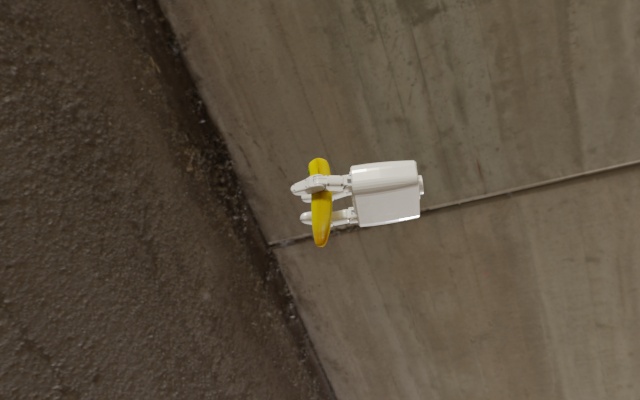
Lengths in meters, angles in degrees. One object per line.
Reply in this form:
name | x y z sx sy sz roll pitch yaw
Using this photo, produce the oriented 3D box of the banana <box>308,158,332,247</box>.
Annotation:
banana | 0.000 -0.013 0.813 0.037 0.070 0.197 -1 43 -4
